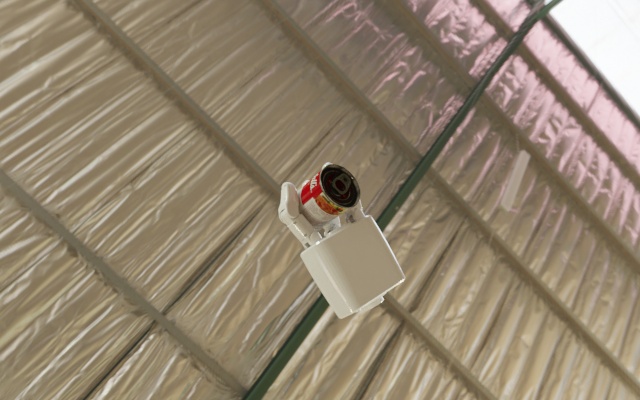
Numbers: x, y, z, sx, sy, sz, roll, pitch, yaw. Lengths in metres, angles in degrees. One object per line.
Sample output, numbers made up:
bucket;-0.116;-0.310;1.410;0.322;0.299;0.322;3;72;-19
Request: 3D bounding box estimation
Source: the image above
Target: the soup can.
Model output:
soup can;0.000;0.002;0.686;0.068;0.068;0.102;0;-27;-38
